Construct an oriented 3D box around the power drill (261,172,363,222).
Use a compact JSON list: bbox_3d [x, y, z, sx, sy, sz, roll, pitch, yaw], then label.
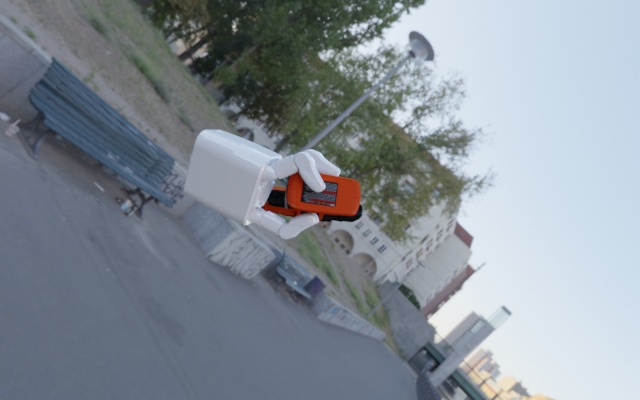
[{"bbox_3d":[0.000,0.002,0.755,0.184,0.057,0.187,6,-9,-13],"label":"power drill"}]
